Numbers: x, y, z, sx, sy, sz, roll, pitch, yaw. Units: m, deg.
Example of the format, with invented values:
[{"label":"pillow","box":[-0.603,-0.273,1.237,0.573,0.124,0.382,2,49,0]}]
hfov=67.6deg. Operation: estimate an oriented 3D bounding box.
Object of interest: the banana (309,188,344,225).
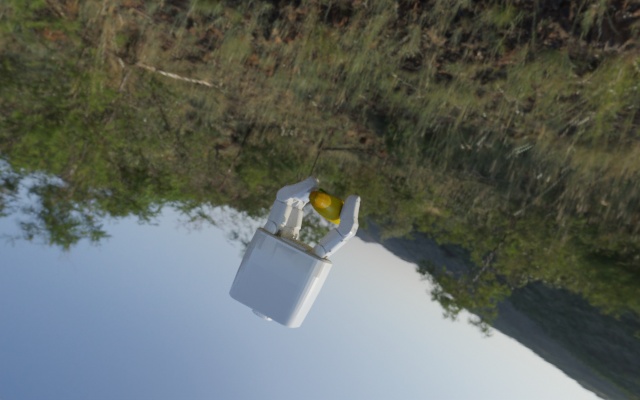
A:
[{"label":"banana","box":[0.017,0.011,0.728,0.069,0.037,0.198,29,2,1]}]
